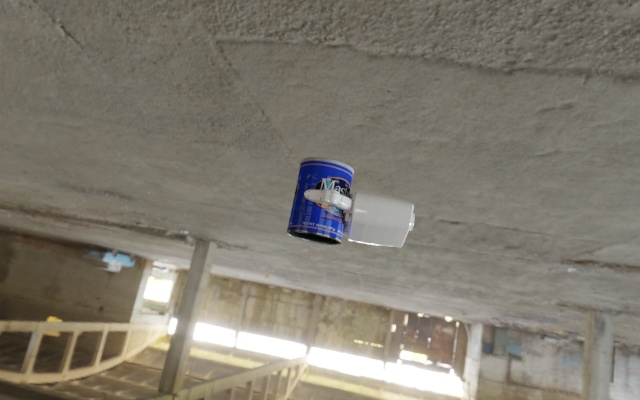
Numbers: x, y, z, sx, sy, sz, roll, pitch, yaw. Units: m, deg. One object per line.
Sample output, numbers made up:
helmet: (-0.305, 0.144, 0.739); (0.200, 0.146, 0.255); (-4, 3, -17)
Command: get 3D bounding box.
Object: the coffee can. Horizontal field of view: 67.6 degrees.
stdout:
coffee can: (0.000, 0.003, 0.886); (0.103, 0.140, 0.103); (10, -13, 2)
